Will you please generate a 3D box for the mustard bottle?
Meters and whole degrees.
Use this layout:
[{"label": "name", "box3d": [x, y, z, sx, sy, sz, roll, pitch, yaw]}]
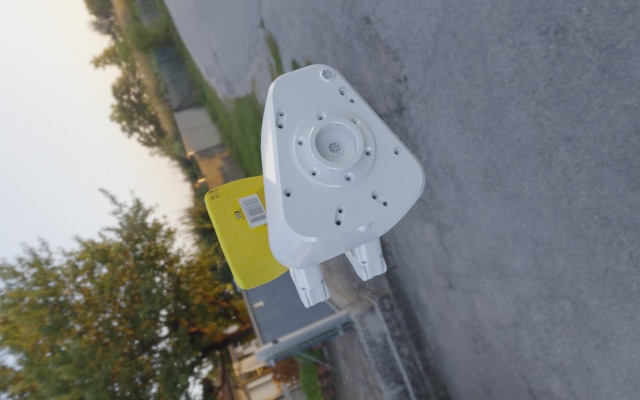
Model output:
[{"label": "mustard bottle", "box3d": [0.000, 0.002, 0.433, 0.191, 0.096, 0.058, -21, -35, -12]}]
